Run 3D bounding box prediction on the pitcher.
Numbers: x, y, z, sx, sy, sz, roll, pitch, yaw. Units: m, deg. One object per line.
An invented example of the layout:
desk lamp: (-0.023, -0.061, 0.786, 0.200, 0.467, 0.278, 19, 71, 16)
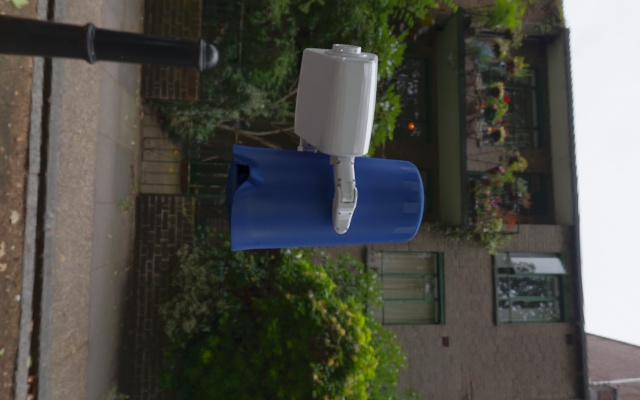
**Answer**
pitcher: (0.000, 0.002, 0.626, 0.243, 0.145, 0.149, 2, 23, -10)
